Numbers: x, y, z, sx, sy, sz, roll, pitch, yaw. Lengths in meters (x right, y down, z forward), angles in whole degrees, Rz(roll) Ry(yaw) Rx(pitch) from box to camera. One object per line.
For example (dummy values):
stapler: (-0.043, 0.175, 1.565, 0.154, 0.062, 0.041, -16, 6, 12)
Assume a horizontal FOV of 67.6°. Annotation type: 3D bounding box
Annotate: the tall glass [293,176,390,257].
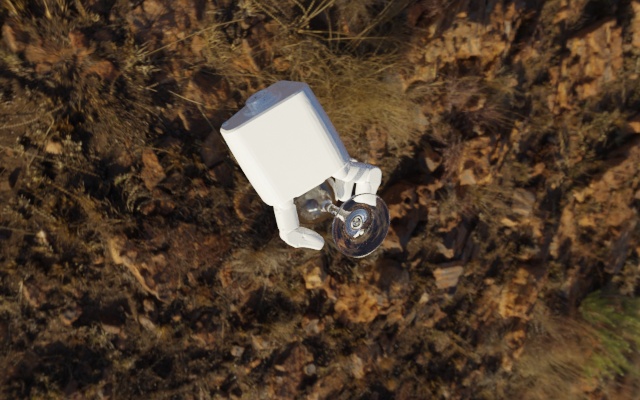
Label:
tall glass: (0.000, 0.002, 0.608, 0.079, 0.079, 0.201, 0, 15, -28)
